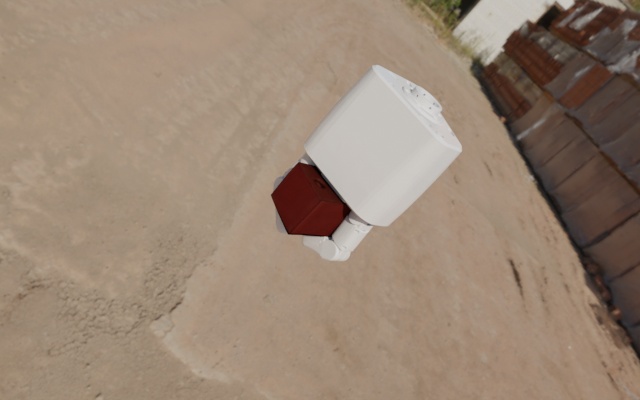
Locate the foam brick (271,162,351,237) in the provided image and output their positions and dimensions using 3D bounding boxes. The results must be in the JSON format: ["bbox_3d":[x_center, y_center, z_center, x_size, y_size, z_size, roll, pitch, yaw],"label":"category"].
[{"bbox_3d":[0.000,0.002,0.482,0.078,0.053,0.051,9,-47,-46],"label":"foam brick"}]
